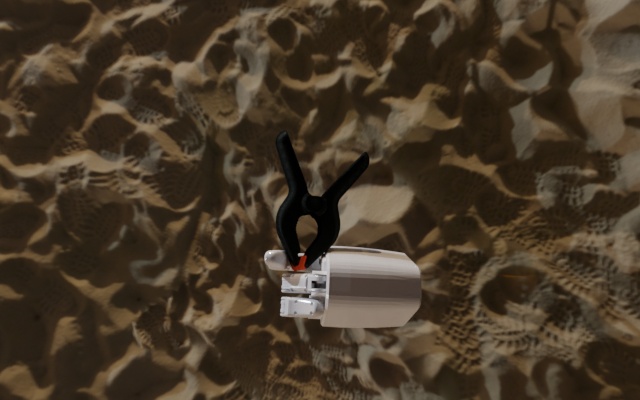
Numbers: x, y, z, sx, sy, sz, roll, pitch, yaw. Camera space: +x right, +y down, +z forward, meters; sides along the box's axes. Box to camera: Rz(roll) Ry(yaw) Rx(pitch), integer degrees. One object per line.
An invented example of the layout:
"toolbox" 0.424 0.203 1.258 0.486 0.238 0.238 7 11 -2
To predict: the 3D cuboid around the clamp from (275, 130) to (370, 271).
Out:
"clamp" 0.000 0.002 0.586 0.120 0.171 0.039 4 -8 -5
